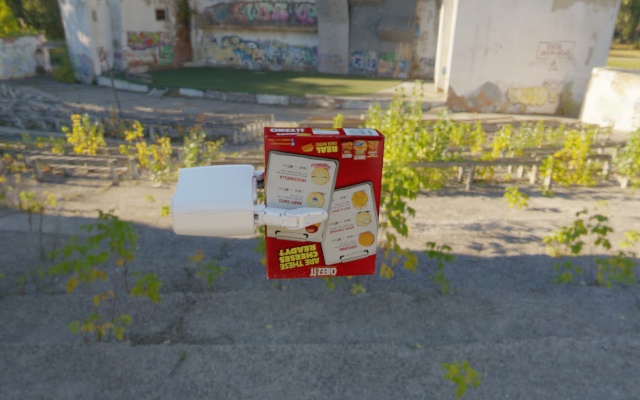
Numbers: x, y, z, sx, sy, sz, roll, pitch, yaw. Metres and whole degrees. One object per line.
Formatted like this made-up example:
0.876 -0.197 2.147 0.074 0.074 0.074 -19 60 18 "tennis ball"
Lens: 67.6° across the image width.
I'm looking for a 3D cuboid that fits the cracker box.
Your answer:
0.000 0.002 0.694 0.164 0.214 0.072 -1 21 -7 "cracker box"
